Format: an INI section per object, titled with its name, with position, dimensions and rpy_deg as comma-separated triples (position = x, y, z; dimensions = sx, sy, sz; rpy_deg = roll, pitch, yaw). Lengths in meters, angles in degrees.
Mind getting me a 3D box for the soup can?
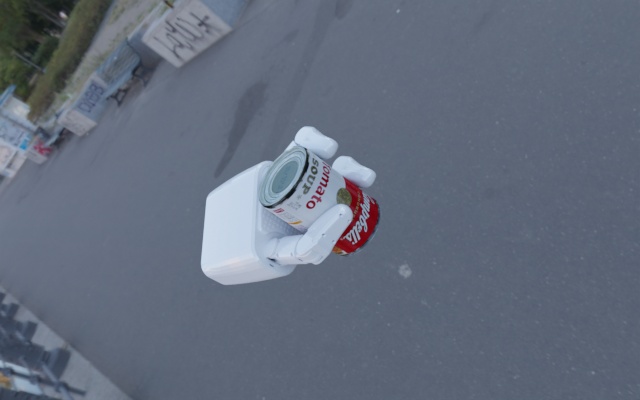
[soup can]
position = 0.000, 0.001, 0.458
dimensions = 0.102, 0.068, 0.068
rpy_deg = 35, -20, -31
